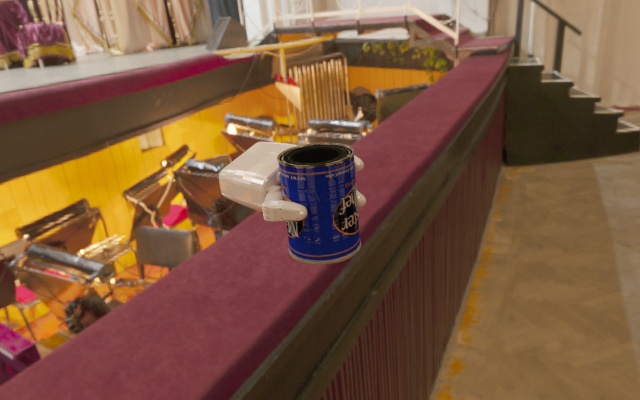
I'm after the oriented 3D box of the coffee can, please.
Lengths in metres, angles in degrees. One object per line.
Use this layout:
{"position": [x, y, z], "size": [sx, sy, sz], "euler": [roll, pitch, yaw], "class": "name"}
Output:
{"position": [0.000, 0.002, 0.652], "size": [0.103, 0.140, 0.102], "euler": [-5, 22, 2], "class": "coffee can"}
